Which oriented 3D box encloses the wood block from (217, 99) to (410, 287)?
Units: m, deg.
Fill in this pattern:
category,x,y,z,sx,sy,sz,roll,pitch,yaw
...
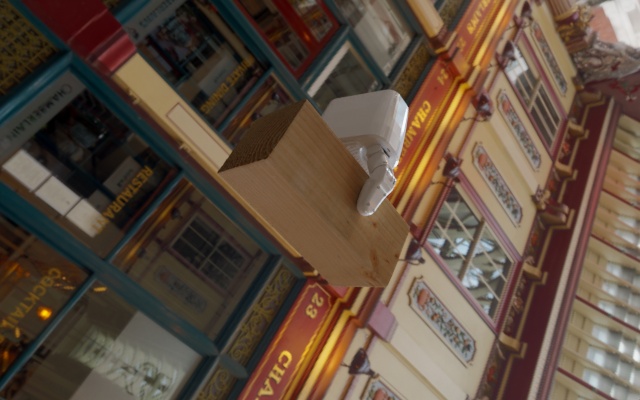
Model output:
category,x,y,z,sx,sy,sz,roll,pitch,yaw
wood block,0.001,0.002,0.535,0.091,0.090,0.206,-11,-49,46
